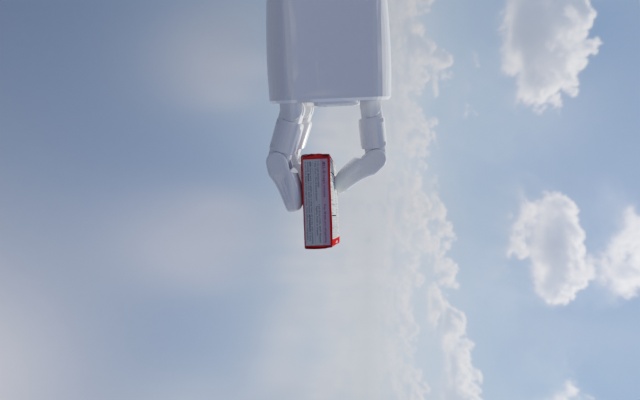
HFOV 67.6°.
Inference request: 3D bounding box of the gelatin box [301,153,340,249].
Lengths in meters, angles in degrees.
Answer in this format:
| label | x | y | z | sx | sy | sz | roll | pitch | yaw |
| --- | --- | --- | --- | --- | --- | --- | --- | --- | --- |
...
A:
| label | x | y | z | sx | sy | sz | roll | pitch | yaw |
| --- | --- | --- | --- | --- | --- | --- | --- | --- | --- |
| gelatin box | 0.001 | 0.002 | 0.473 | 0.030 | 0.089 | 0.073 | -3 | -2 | 7 |
